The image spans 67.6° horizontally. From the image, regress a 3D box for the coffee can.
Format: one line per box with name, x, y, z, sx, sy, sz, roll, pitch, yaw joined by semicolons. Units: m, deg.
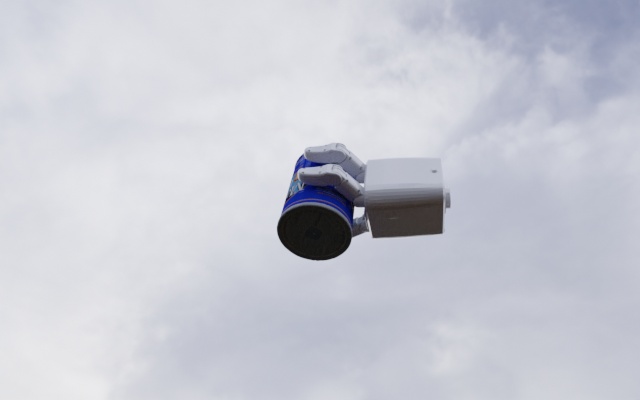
coffee can;0.000;0.002;0.694;0.103;0.103;0.140;0;39;9
